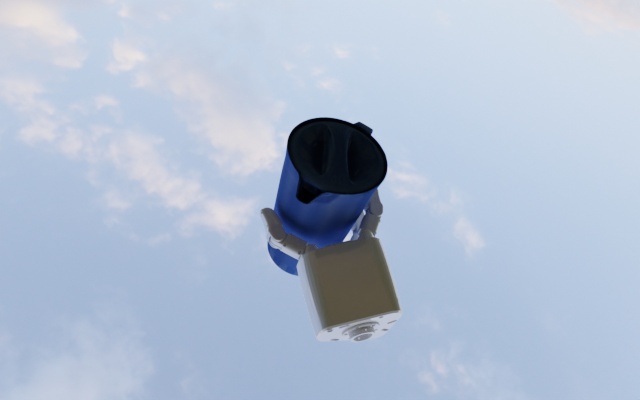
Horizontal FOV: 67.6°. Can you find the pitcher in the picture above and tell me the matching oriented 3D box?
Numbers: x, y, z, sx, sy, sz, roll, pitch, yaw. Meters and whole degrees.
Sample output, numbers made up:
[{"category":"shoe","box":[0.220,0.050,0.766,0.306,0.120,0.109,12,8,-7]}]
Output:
[{"category":"pitcher","box":[0.000,0.002,0.698,0.149,0.145,0.243,-4,-35,-21]}]
